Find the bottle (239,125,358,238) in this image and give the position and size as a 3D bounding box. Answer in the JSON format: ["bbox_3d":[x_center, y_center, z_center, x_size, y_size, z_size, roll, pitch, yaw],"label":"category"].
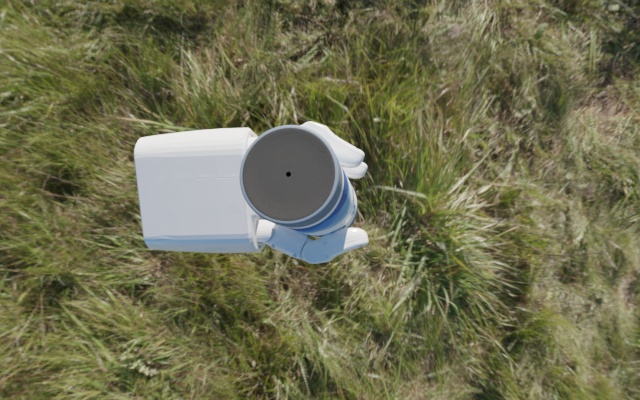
[{"bbox_3d":[0.000,0.001,0.454,0.069,0.069,0.296,0,-7,8],"label":"bottle"}]
